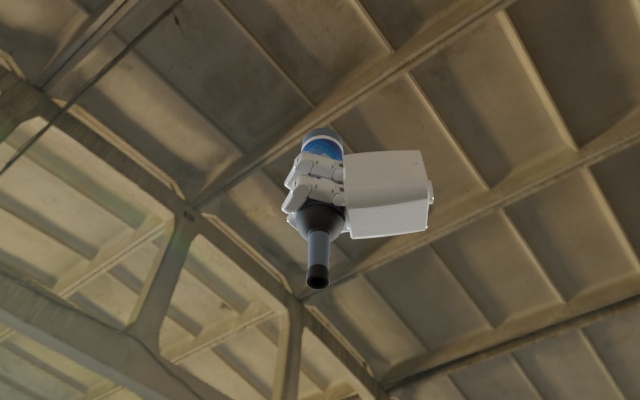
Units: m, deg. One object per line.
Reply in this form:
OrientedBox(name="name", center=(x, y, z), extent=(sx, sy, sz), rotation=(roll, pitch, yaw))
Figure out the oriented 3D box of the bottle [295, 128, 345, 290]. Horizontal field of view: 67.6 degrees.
OrientedBox(name="bottle", center=(0.000, 0.002, 0.663), extent=(0.069, 0.069, 0.295), rotation=(0, 39, 2))
